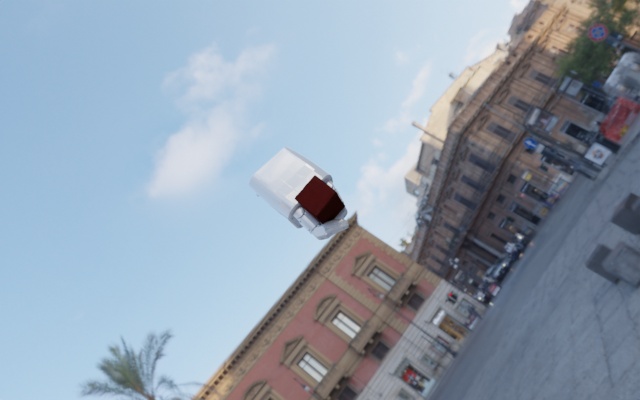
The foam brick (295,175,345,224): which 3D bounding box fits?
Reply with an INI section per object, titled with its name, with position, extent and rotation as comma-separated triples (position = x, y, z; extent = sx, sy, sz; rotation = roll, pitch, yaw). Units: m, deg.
[foam brick]
position = 0.000, 0.002, 0.792
extent = 0.051, 0.053, 0.078
rotation = 40, -5, 21
